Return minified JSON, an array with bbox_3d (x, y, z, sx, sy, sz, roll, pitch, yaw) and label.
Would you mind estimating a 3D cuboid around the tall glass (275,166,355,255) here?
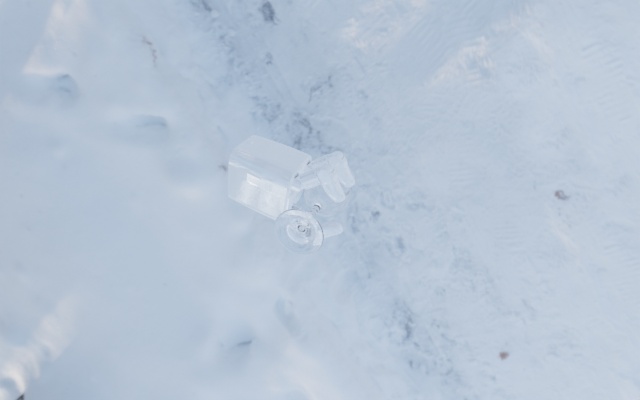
[{"bbox_3d":[0.000,0.003,0.758,0.079,0.079,0.201,0,25,21],"label":"tall glass"}]
